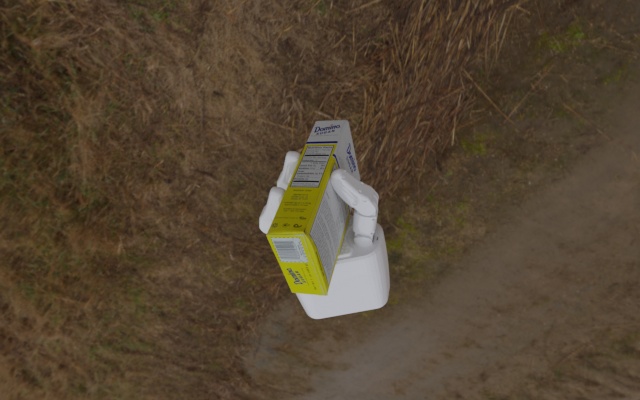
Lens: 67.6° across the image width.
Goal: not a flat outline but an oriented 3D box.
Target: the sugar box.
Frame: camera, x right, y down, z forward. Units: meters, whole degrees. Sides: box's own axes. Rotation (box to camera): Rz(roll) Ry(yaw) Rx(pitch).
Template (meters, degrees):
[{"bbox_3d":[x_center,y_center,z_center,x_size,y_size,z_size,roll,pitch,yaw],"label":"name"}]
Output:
[{"bbox_3d":[0.000,0.002,0.510,0.048,0.093,0.176,0,43,17],"label":"sugar box"}]
